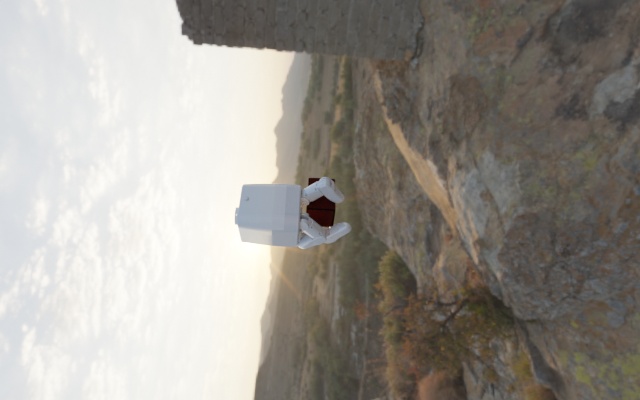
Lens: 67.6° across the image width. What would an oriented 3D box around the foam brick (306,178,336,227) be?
[{"bbox_3d":[0.000,0.003,0.887,0.051,0.078,0.053,3,-41,-3],"label":"foam brick"}]
